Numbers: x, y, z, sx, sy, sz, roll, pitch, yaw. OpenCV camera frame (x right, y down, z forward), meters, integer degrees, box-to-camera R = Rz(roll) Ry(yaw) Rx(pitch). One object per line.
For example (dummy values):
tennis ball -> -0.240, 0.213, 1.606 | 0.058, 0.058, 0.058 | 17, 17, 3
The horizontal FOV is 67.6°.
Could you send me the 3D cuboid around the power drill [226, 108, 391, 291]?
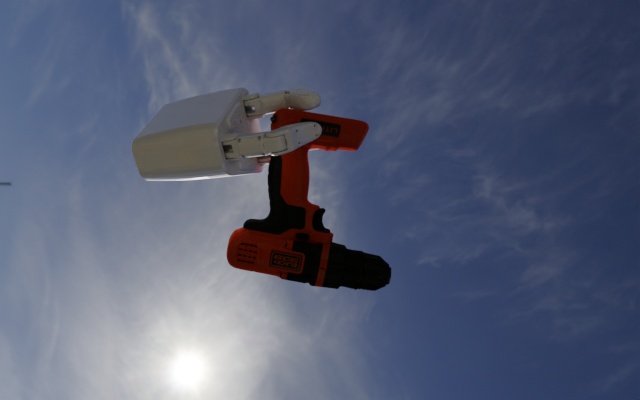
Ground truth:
power drill -> 0.000, 0.001, 0.526 | 0.184, 0.187, 0.057 | 10, 3, -3
